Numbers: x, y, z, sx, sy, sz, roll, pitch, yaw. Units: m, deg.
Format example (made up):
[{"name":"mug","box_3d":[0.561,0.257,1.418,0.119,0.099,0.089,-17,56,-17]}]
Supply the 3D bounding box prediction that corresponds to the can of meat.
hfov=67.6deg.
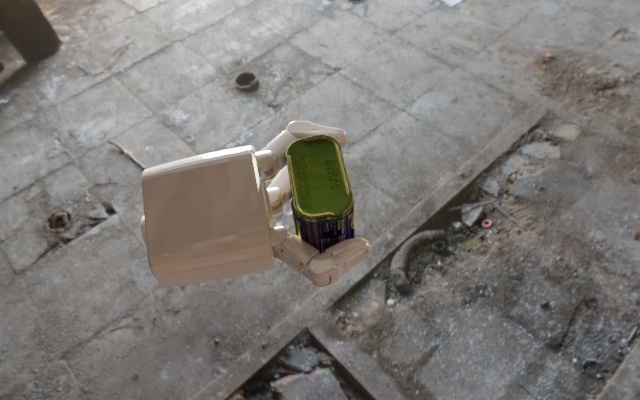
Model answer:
[{"name":"can of meat","box_3d":[0.000,0.001,0.451,0.057,0.102,0.084,-10,-38,-3]}]
